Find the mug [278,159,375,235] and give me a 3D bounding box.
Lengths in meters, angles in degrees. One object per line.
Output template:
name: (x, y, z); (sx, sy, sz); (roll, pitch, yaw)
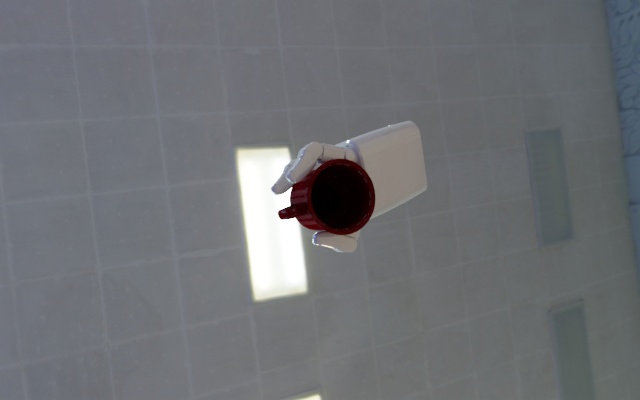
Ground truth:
mug: (-0.001, 0.003, 0.607); (0.117, 0.093, 0.081); (-22, 5, -24)
